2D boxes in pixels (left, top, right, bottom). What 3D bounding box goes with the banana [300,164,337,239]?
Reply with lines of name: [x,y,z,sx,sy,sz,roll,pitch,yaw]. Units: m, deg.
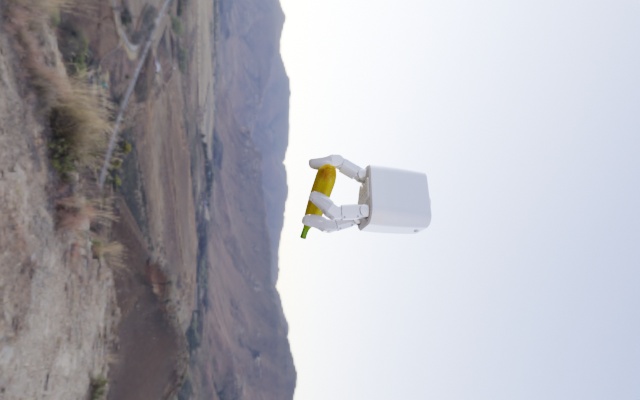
banana: [0.001,-0.010,0.837,0.037,0.069,0.198,11,-40,-6]
